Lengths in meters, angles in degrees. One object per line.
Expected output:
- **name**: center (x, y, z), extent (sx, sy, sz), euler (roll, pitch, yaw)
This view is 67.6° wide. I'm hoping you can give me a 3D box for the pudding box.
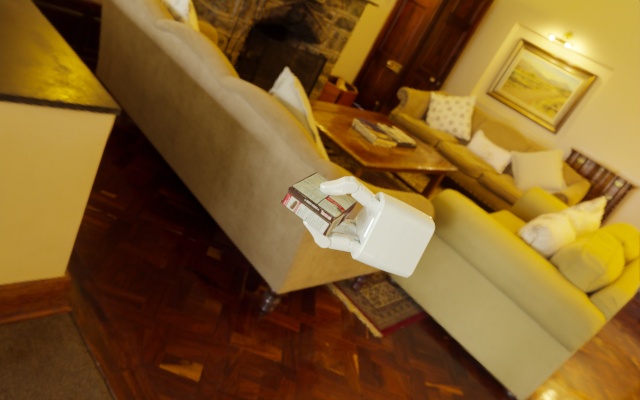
- **pudding box**: center (0.000, 0.002, 0.770), extent (0.090, 0.039, 0.113), euler (36, 23, 10)
